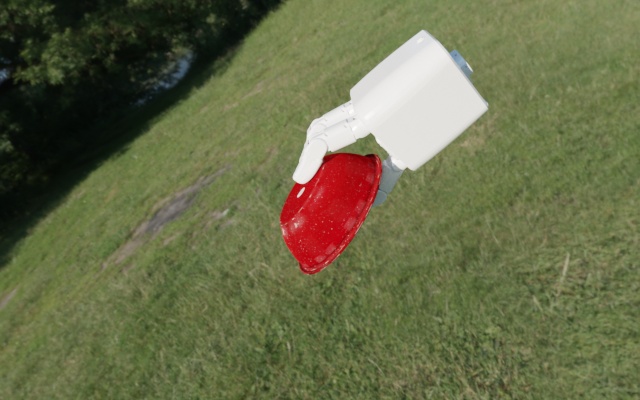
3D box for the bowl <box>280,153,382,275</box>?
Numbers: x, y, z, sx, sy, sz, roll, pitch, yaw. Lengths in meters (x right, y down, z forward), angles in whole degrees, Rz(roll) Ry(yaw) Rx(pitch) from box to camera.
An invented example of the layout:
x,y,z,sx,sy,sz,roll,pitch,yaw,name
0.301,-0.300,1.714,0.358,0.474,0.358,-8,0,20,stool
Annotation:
x,y,z,sx,sy,sz,roll,pitch,yaw,name
-0.001,0.003,0.552,0.055,0.162,0.162,31,-10,-16,bowl
